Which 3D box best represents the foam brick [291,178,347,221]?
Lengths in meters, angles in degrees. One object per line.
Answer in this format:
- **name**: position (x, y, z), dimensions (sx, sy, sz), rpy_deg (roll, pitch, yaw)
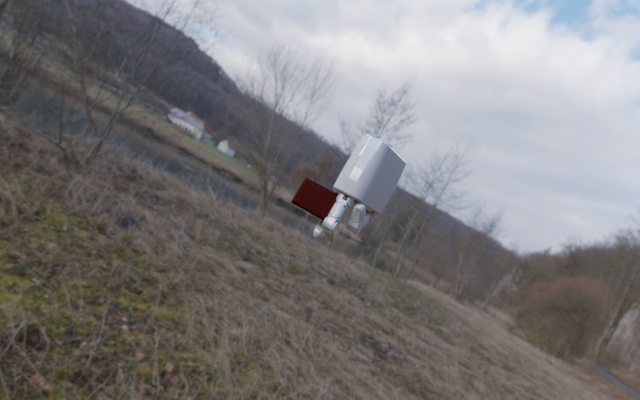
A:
- **foam brick**: position (0.000, 0.003, 0.838), dimensions (0.078, 0.051, 0.053), rpy_deg (28, 0, 19)
